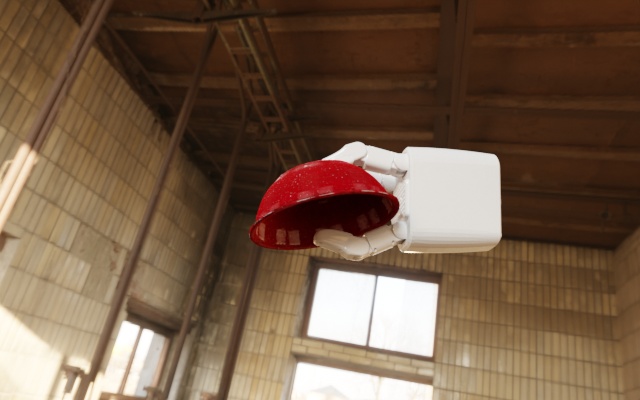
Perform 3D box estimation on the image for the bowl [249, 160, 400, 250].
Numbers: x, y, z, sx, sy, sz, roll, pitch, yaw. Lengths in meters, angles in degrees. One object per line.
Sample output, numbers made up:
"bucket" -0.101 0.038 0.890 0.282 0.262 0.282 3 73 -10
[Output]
"bowl" -0.001 0.001 0.512 0.162 0.055 0.162 -11 -21 -4
